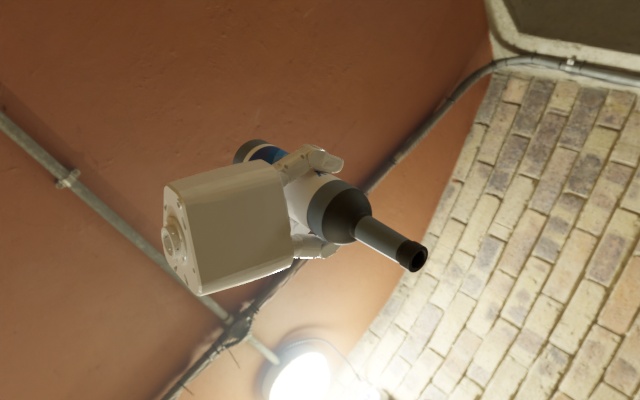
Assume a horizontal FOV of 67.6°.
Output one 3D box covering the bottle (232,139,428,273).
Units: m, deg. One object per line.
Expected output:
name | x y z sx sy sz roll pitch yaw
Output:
bottle | 0.000 0.002 0.541 0.069 0.069 0.295 0 21 -41
